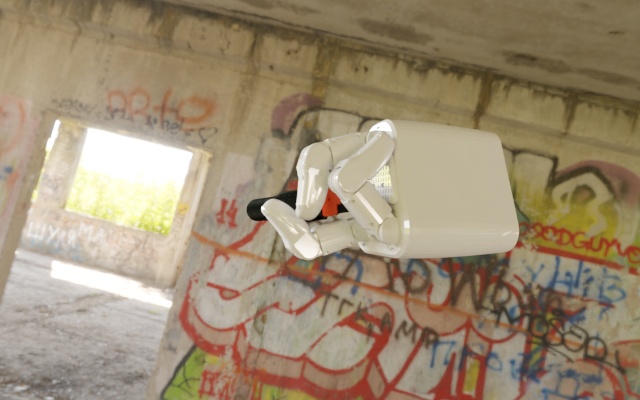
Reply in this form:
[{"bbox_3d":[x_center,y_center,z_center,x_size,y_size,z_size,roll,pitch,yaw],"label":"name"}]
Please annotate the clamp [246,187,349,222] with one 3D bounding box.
[{"bbox_3d":[0.000,0.001,0.475,0.120,0.039,0.171,-13,4,-20],"label":"clamp"}]
